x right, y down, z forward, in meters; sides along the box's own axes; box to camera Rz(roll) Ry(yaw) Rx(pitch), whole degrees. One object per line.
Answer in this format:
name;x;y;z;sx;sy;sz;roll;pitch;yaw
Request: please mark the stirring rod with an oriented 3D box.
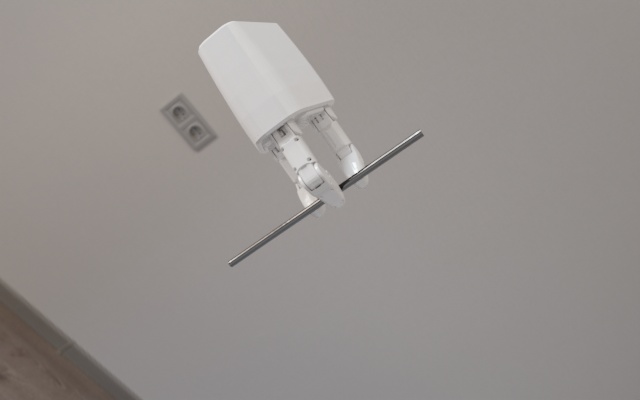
stirring rod;0.000;0.002;0.482;0.239;0.011;0.011;-35;-9;14
